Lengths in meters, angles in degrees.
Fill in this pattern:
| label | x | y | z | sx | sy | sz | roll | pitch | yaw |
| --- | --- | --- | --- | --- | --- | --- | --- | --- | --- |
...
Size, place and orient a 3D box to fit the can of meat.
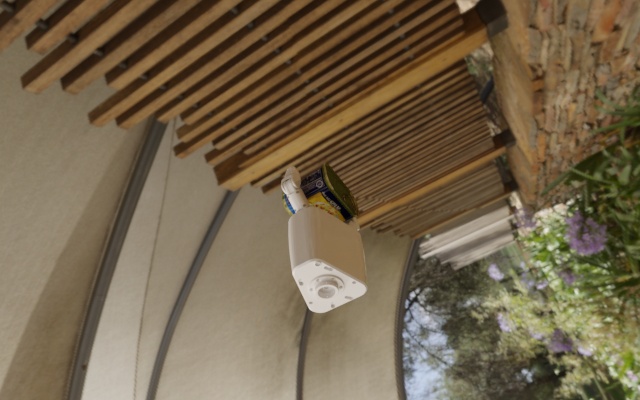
| label | x | y | z | sx | sy | sz | roll | pitch | yaw |
| --- | --- | --- | --- | --- | --- | --- | --- | --- | --- |
| can of meat | 0.000 | 0.003 | 0.757 | 0.084 | 0.057 | 0.102 | -28 | -50 | 17 |
